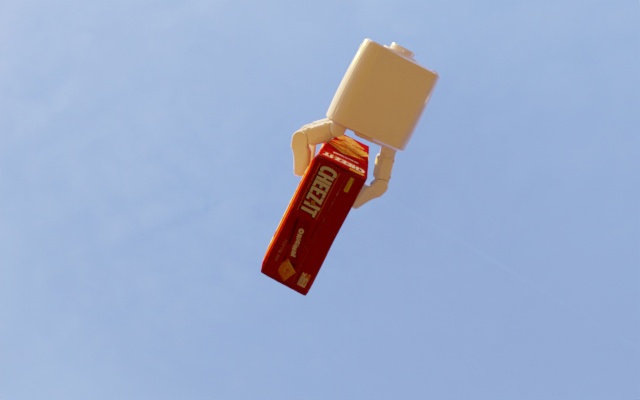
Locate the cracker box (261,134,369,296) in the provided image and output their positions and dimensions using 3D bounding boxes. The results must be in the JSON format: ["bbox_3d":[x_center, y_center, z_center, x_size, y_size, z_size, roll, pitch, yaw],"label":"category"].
[{"bbox_3d":[0.000,0.002,0.642,0.072,0.164,0.213,26,17,0],"label":"cracker box"}]
